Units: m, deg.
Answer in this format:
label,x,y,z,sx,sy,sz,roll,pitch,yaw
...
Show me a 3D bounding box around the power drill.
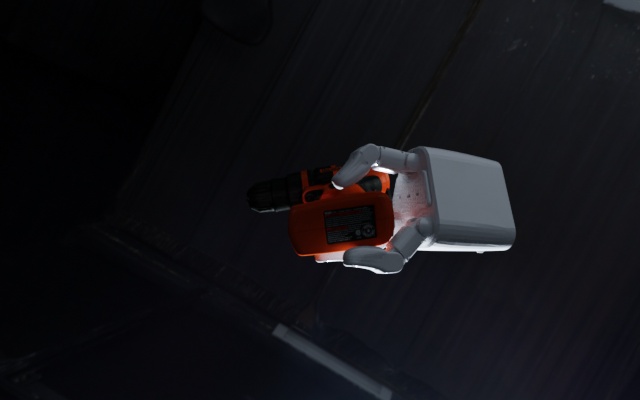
label,x,y,z,sx,sy,sz,roll,pitch,yaw
power drill,0.000,0.002,0.549,0.184,0.057,0.187,-10,17,-1
